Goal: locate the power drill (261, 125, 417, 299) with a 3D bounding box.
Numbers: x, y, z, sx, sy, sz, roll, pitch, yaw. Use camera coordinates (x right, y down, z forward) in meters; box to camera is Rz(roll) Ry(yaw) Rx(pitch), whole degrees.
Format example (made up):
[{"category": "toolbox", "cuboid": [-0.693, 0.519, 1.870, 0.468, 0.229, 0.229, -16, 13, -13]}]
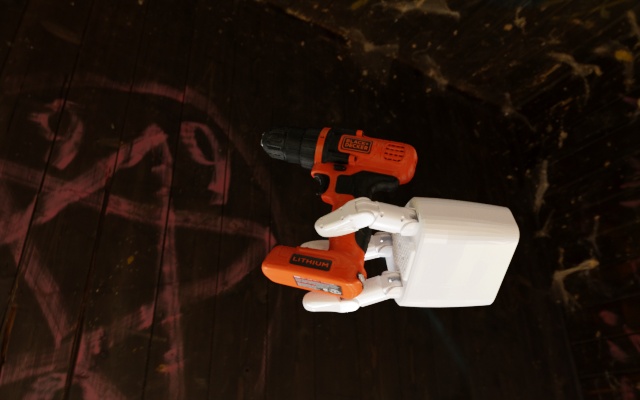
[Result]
[{"category": "power drill", "cuboid": [0.000, 0.002, 0.525, 0.184, 0.187, 0.057, 10, -24, 15]}]
